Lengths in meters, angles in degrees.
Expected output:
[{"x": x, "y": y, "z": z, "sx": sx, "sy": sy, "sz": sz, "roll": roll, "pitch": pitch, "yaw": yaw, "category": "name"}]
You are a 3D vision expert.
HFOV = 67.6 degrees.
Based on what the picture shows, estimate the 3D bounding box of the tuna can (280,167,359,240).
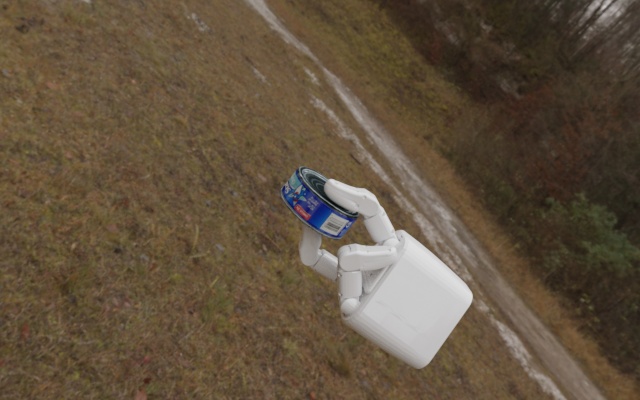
[{"x": 0.000, "y": 0.001, "z": 0.520, "sx": 0.086, "sy": 0.034, "sz": 0.086, "roll": 35, "pitch": 17, "yaw": -12, "category": "tuna can"}]
